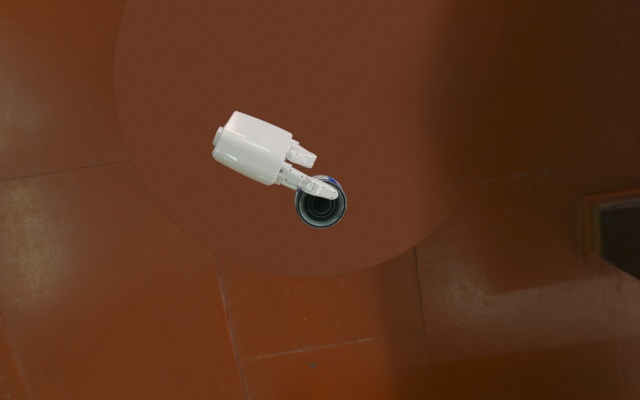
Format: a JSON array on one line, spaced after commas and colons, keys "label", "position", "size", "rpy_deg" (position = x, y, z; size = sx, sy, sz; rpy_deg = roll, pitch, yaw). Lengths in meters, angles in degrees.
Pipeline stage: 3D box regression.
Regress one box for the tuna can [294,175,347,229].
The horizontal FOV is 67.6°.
[{"label": "tuna can", "position": [0.000, 0.003, 0.794], "size": [0.086, 0.086, 0.033], "rpy_deg": [0, 15, -7]}]
